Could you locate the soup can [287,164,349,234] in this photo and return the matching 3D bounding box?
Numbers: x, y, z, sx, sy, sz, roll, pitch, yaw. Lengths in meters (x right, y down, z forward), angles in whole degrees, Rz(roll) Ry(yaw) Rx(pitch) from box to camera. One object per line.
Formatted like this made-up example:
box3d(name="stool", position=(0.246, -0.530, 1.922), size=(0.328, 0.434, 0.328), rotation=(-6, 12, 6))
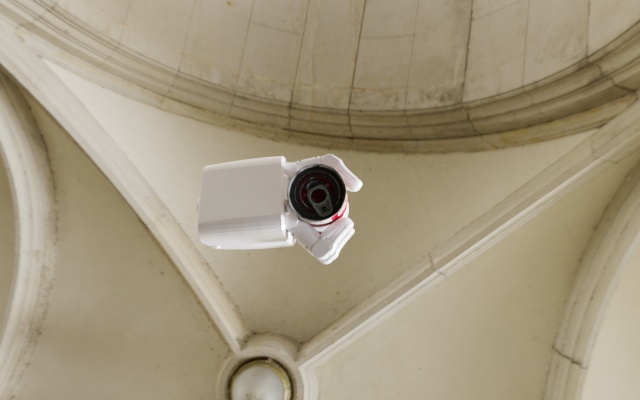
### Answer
box3d(name="soup can", position=(0.001, 0.002, 0.590), size=(0.068, 0.068, 0.102), rotation=(0, -13, 5))
